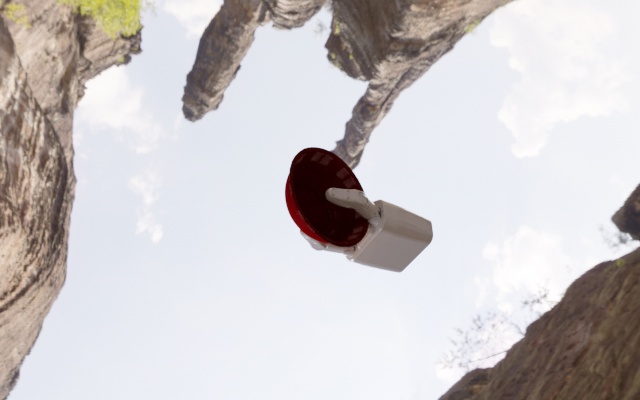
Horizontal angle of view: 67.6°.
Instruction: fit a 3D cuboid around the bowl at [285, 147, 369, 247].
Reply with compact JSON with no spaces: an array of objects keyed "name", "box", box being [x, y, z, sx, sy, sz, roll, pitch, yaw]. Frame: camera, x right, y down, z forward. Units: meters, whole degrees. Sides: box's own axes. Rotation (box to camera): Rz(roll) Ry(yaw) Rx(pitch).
[{"name":"bowl","box":[-0.001,0.002,0.722,0.162,0.162,0.055,0,-23,-47]}]
